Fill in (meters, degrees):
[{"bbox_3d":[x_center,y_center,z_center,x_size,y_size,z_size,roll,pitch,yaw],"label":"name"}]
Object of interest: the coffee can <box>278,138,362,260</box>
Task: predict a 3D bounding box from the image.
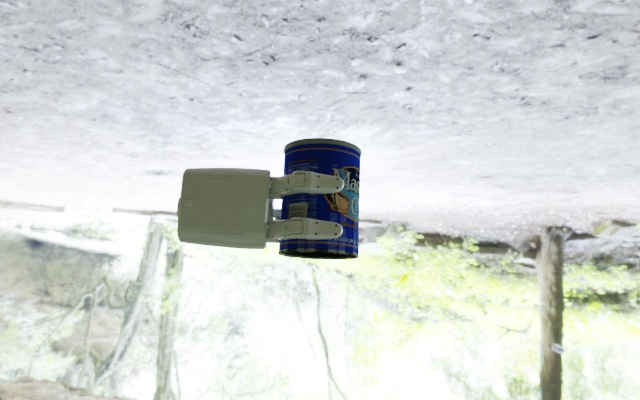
[{"bbox_3d":[0.000,0.002,0.617,0.103,0.140,0.103,2,-12,0],"label":"coffee can"}]
